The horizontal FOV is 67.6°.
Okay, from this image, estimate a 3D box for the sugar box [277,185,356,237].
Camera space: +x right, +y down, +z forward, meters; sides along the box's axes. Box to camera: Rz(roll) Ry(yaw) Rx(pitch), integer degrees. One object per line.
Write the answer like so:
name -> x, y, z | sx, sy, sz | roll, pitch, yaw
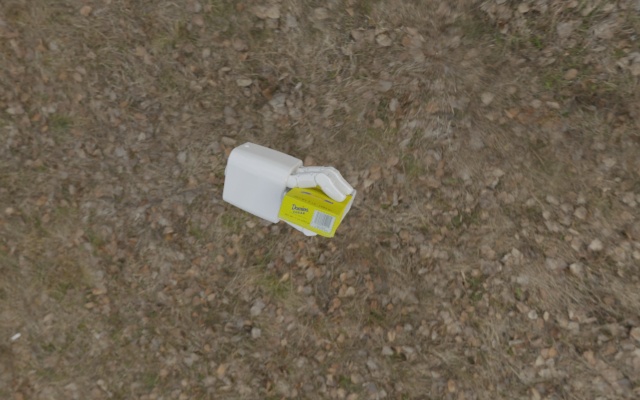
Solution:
sugar box -> 0.000, 0.002, 0.806 | 0.093, 0.048, 0.176 | 22, 20, 6
